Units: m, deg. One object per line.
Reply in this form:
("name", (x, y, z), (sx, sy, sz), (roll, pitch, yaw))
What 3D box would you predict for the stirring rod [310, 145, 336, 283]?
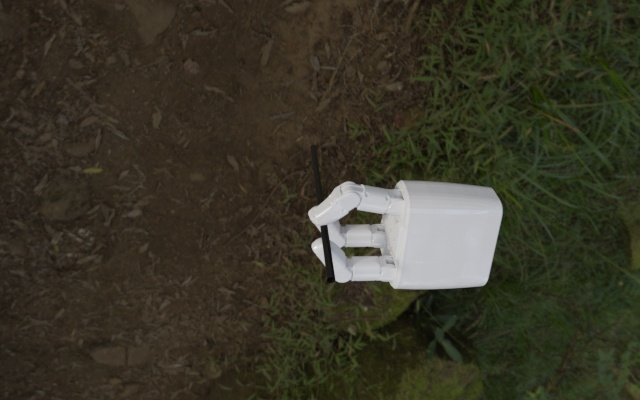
("stirring rod", (0.000, 0.002, 0.539), (0.011, 0.011, 0.239), (0, 37, -6))
